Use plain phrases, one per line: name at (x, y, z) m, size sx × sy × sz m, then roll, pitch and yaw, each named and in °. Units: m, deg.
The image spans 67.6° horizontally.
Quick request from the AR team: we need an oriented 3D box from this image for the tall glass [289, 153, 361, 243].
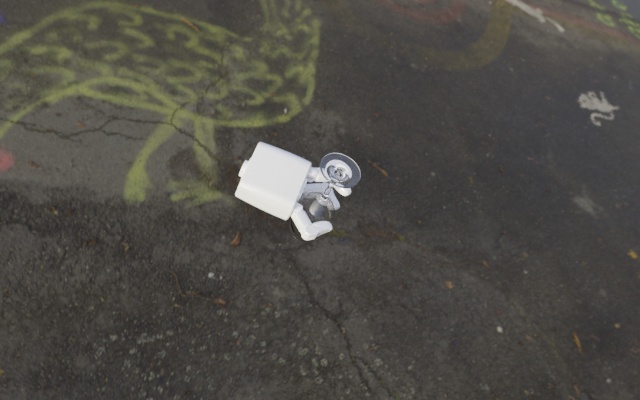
tall glass at (0.000, 0.003, 0.882) m, size 0.079 × 0.079 × 0.201 m, roll 0°, pitch -34°, yaw -24°
